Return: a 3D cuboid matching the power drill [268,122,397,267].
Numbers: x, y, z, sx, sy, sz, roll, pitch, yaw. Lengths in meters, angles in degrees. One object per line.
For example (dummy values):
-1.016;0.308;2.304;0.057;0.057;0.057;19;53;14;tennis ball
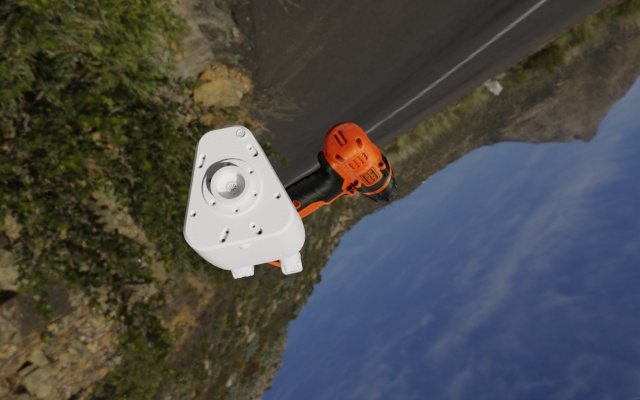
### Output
0.000;0.002;0.572;0.187;0.057;0.184;-38;-29;7;power drill
